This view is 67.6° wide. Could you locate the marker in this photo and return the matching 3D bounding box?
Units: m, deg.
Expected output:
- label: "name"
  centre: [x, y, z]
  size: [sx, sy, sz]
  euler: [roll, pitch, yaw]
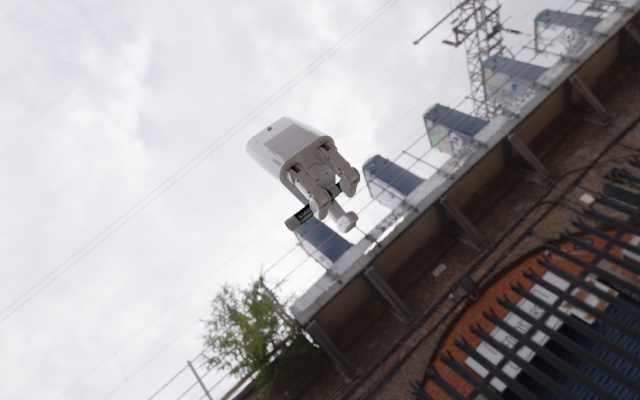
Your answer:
- label: "marker"
  centre: [0.000, 0.002, 0.683]
  size: [0.121, 0.020, 0.020]
  euler: [-37, 13, -18]
